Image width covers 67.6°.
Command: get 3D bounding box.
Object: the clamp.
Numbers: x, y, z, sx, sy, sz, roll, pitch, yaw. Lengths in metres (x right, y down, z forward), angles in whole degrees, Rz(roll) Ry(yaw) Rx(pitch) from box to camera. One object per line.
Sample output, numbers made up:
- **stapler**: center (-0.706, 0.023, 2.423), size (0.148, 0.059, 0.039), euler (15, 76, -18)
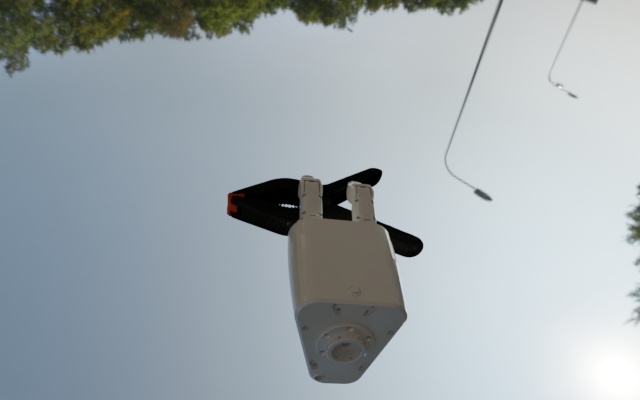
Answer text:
- **clamp**: center (-0.001, 0.003, 0.554), size (0.210, 0.036, 0.164), euler (5, 32, -8)
